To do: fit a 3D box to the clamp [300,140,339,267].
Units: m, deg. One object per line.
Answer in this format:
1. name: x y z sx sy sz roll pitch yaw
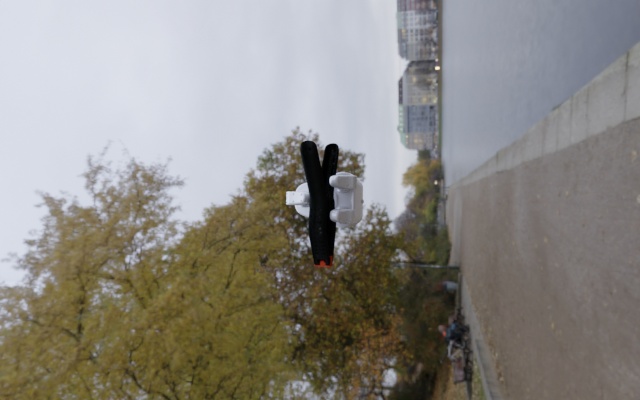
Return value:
1. clamp: -0.001 0.003 0.761 0.036 0.210 0.164 0 -2 16
